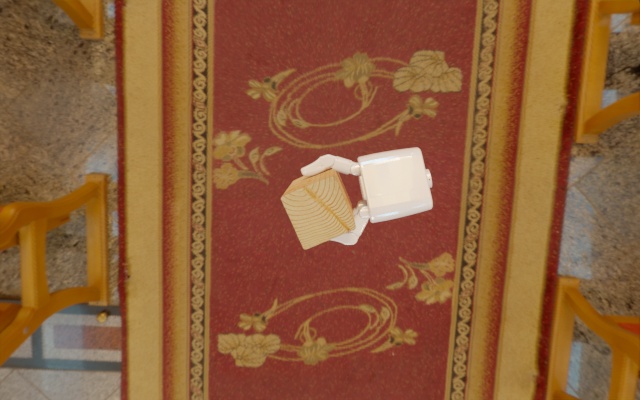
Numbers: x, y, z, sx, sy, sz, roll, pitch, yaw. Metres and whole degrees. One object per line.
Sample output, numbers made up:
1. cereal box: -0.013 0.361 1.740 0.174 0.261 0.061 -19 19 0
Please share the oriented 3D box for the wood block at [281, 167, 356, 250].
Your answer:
1. wood block: 0.000 0.002 0.815 0.090 0.091 0.206 -22 8 5
